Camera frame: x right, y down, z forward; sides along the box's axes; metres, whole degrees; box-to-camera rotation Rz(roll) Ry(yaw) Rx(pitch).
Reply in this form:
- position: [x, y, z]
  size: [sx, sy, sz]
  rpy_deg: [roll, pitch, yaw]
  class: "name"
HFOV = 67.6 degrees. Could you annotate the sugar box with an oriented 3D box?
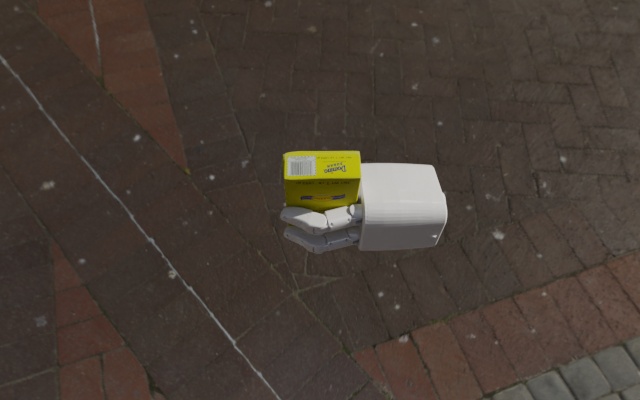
- position: [0.000, 0.002, 0.632]
  size: [0.093, 0.048, 0.176]
  rpy_deg: [-1, -32, -1]
  class: "sugar box"
